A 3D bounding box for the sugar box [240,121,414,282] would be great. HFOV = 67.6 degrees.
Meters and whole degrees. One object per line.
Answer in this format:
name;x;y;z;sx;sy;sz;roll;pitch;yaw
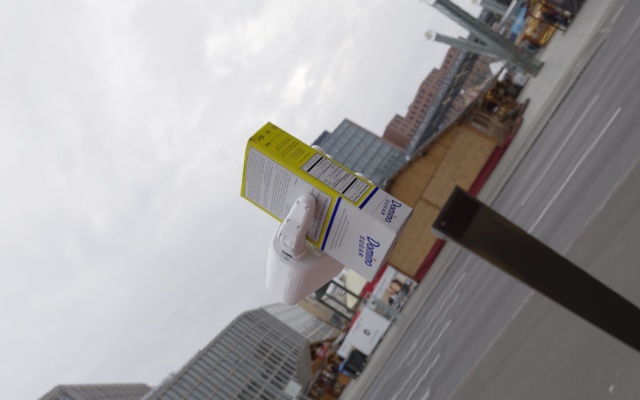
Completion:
sugar box;0.000;0.001;0.495;0.176;0.093;0.048;31;51;11
